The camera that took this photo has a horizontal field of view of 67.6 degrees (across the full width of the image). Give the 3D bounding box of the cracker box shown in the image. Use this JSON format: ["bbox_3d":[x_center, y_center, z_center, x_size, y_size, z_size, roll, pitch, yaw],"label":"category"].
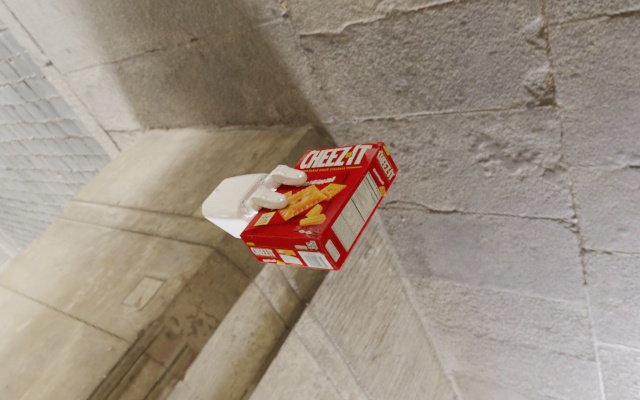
[{"bbox_3d":[0.000,0.003,0.739,0.164,0.072,0.213,-1,43,41],"label":"cracker box"}]
